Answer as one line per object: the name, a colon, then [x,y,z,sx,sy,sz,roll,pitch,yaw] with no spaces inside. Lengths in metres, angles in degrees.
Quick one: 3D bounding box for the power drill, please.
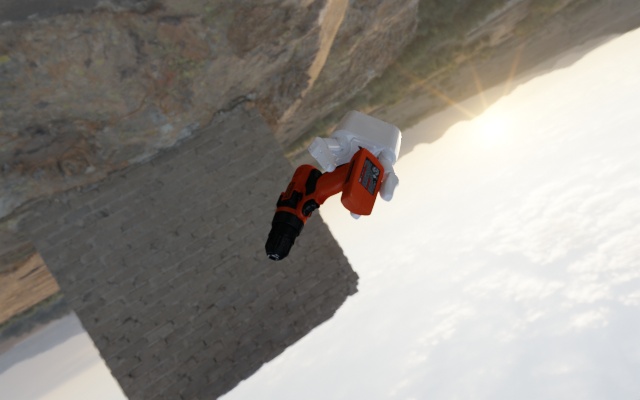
power drill: [0.001,0.002,0.738,0.188,0.184,0.057,-16,-46,43]
